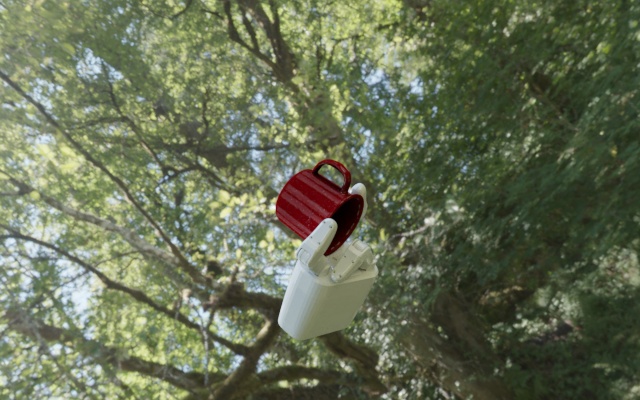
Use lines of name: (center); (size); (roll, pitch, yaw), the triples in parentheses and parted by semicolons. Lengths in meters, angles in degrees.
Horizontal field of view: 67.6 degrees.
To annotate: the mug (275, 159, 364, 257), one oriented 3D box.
mug: (0.000, 0.001, 0.611); (0.081, 0.117, 0.093); (35, 29, 26)
